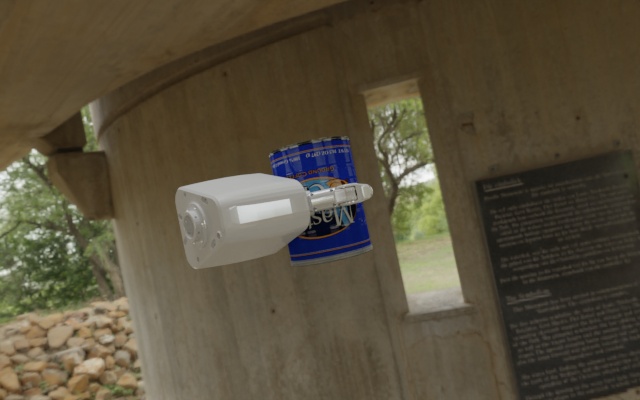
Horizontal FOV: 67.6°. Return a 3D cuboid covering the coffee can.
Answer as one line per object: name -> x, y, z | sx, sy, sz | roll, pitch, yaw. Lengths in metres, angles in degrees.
coffee can -> 0.000, 0.002, 0.589 | 0.103, 0.140, 0.103 | -12, -1, 0
